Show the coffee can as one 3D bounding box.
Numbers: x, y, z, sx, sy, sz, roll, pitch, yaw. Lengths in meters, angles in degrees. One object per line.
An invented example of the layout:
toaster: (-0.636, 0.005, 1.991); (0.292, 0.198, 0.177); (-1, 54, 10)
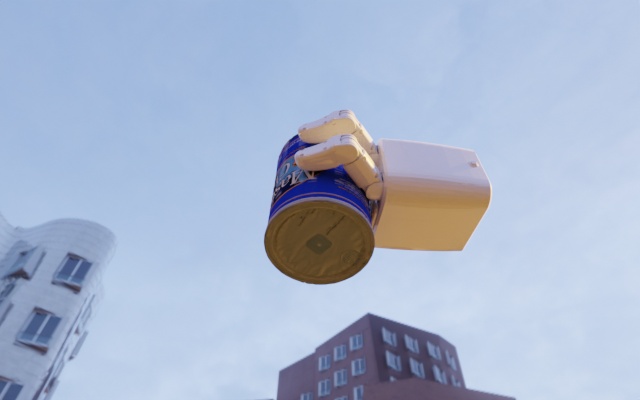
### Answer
coffee can: (0.000, 0.002, 0.496); (0.103, 0.103, 0.140); (0, 35, 1)
